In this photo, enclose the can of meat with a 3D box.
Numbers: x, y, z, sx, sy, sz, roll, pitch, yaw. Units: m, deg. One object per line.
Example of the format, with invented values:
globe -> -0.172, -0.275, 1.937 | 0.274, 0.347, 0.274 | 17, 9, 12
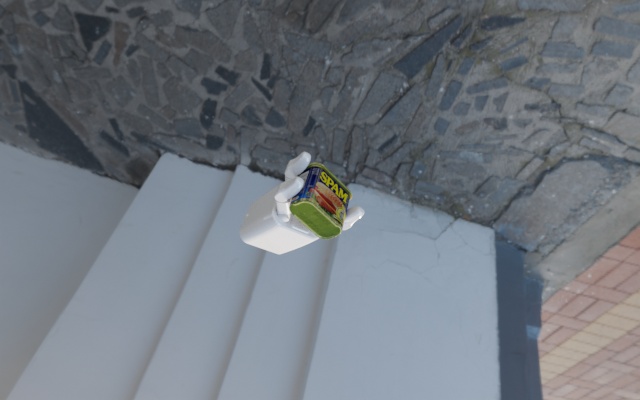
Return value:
can of meat -> 0.000, 0.003, 0.791 | 0.057, 0.084, 0.102 | -23, -54, 37
